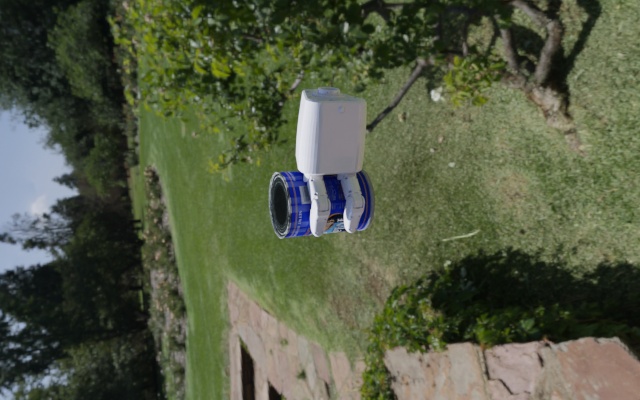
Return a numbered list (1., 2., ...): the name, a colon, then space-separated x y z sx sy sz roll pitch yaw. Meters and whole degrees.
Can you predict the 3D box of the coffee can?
1. coffee can: 0.000 0.003 0.754 0.140 0.103 0.103 -4 2 -22
